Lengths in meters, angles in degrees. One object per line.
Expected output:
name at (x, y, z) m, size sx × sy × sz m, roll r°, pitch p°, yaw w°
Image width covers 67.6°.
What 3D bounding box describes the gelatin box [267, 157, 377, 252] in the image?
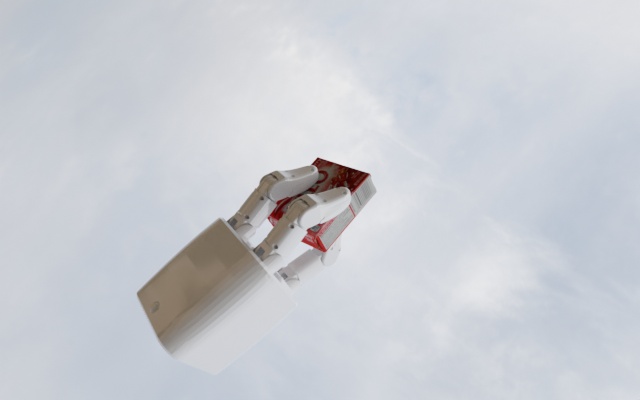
gelatin box at (0.000, 0.002, 0.475) m, size 0.073 × 0.089 × 0.030 m, roll 21°, pitch -30°, yaw 41°
